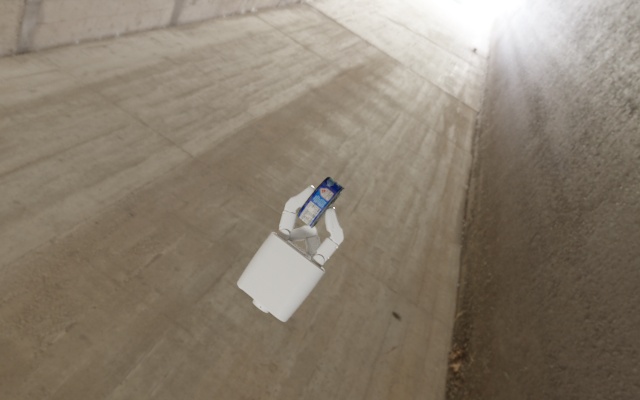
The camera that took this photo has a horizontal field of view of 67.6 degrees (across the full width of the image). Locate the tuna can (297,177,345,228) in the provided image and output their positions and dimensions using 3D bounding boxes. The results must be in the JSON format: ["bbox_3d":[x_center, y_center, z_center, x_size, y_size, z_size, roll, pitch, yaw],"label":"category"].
[{"bbox_3d":[0.000,0.002,0.785,0.034,0.086,0.086,39,3,4],"label":"tuna can"}]
